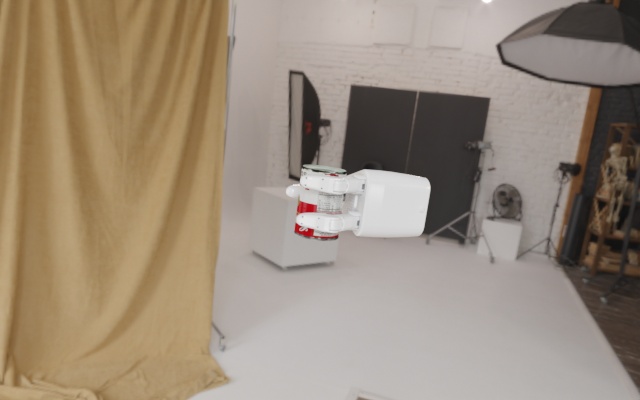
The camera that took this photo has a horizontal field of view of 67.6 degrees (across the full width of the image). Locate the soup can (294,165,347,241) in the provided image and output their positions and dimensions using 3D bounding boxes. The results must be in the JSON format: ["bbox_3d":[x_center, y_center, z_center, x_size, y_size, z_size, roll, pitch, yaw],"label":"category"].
[{"bbox_3d":[0.000,0.002,0.707,0.068,0.102,0.068,7,10,-1],"label":"soup can"}]
